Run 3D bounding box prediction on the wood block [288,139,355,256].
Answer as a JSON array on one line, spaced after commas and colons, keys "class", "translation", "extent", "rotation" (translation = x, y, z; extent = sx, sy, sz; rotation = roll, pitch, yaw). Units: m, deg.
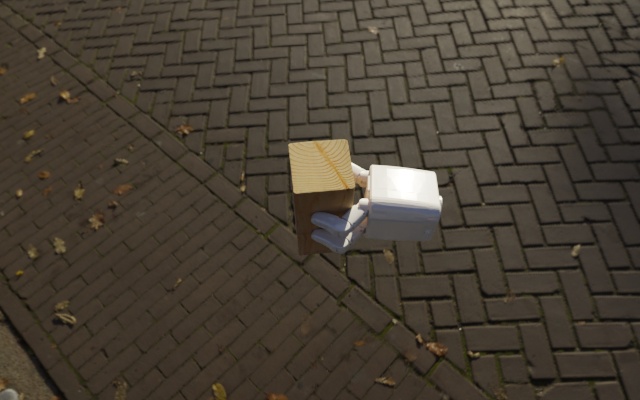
[{"class": "wood block", "translation": [0.000, 0.002, 0.771], "extent": [0.090, 0.090, 0.206], "rotation": [-5, -31, -3]}]
